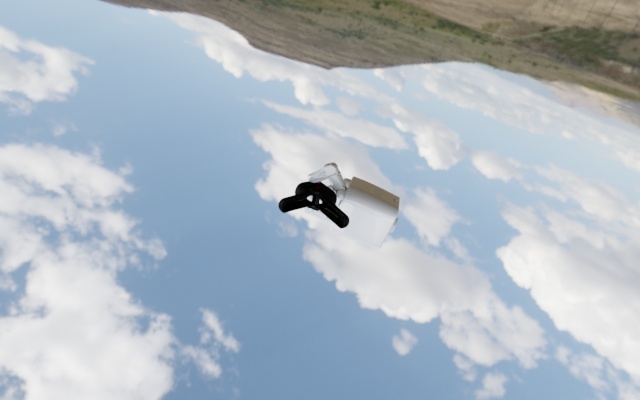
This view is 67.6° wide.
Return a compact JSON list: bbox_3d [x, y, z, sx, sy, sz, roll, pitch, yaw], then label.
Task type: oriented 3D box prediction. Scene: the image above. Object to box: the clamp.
[{"bbox_3d":[0.000,0.003,0.854,0.120,0.039,0.171,24,21,2],"label":"clamp"}]
